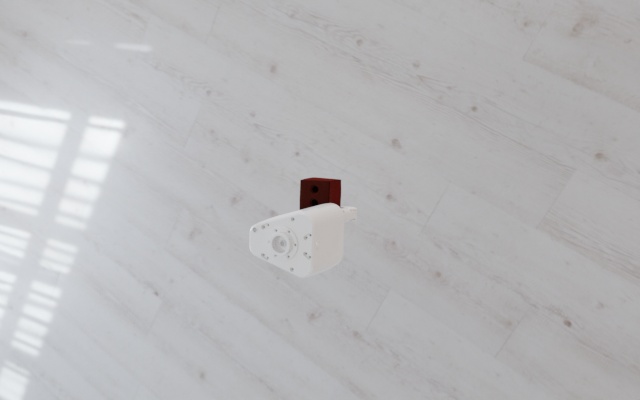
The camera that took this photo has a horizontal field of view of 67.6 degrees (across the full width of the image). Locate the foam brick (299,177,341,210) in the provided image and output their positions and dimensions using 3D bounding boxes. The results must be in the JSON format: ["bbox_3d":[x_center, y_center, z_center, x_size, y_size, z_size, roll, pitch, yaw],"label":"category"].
[{"bbox_3d":[0.000,0.002,0.781,0.053,0.078,0.051,4,6,25],"label":"foam brick"}]
